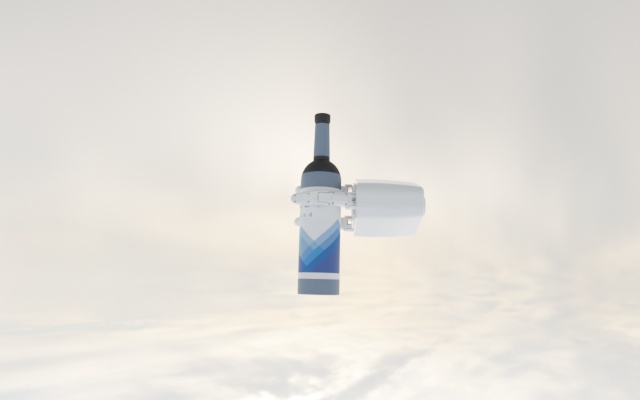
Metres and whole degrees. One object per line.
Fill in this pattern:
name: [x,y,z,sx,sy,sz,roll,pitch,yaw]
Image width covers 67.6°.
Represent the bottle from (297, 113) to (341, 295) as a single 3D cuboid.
bottle: [0.000,0.003,0.772,0.069,0.295,0.069,1,-10,0]
